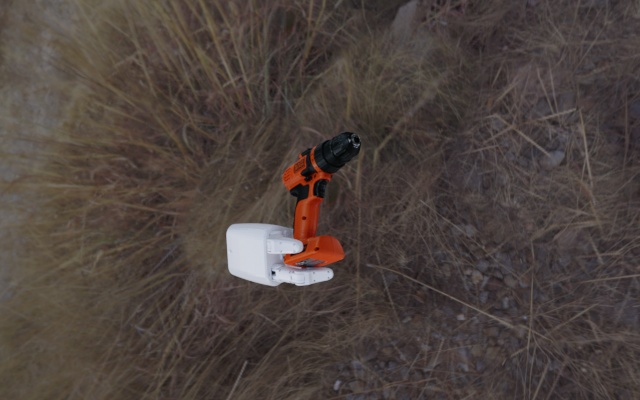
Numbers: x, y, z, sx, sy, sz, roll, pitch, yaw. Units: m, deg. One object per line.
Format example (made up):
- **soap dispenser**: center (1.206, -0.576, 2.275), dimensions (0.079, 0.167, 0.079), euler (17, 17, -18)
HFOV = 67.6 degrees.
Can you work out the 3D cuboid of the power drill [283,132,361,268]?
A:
- **power drill**: center (0.000, 0.003, 0.737), dimensions (0.057, 0.187, 0.184), euler (16, -26, -29)
